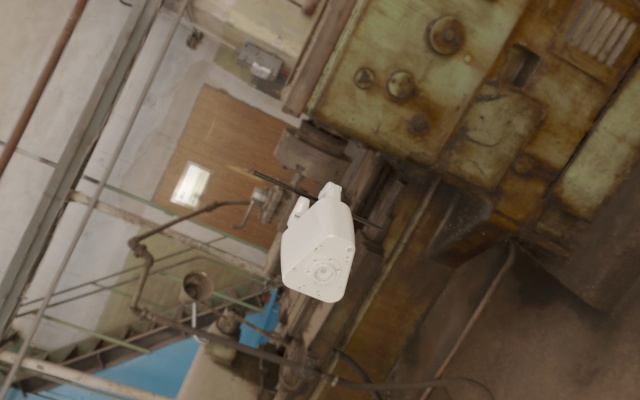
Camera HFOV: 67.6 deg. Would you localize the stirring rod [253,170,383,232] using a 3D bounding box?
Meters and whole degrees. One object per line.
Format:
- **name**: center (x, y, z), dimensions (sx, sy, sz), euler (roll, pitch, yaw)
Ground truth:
- **stirring rod**: center (0.000, 0.003, 0.797), dimensions (0.239, 0.011, 0.011), euler (24, -6, -14)
